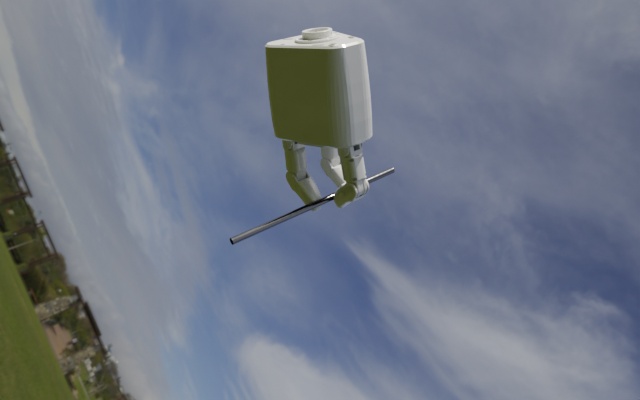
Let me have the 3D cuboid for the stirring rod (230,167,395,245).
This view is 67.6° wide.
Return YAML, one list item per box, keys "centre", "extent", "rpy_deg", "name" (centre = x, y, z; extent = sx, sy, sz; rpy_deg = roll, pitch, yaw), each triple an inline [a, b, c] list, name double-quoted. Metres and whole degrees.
- centre: [0.000, 0.002, 0.569]
  extent: [0.239, 0.011, 0.011]
  rpy_deg: [-24, 13, -30]
  name: "stirring rod"
